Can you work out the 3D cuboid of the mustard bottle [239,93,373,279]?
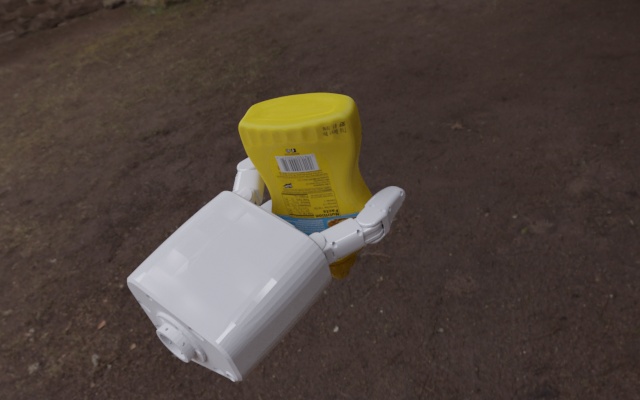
[{"bbox_3d":[0.000,0.001,0.432,0.096,0.192,0.058,-3,38,17],"label":"mustard bottle"}]
